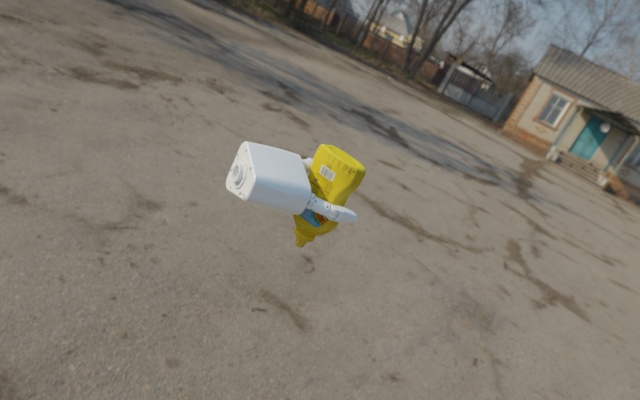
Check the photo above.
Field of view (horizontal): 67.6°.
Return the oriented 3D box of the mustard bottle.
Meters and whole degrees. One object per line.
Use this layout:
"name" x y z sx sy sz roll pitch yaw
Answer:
"mustard bottle" 0.000 0.003 0.857 0.096 0.192 0.058 38 22 28
